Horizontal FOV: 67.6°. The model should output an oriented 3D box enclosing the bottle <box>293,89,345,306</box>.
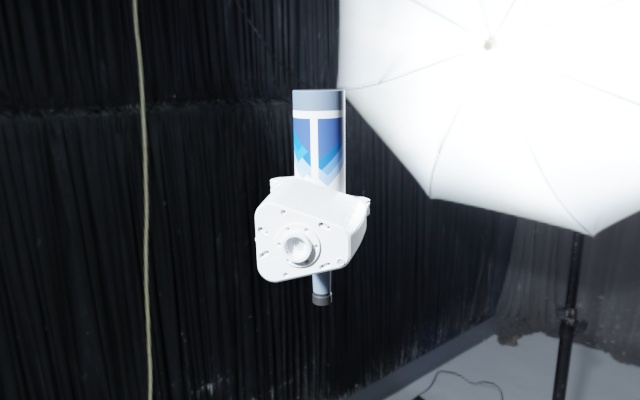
[{"bbox_3d":[0.000,0.002,0.643,0.069,0.296,0.069,-1,15,0],"label":"bottle"}]
